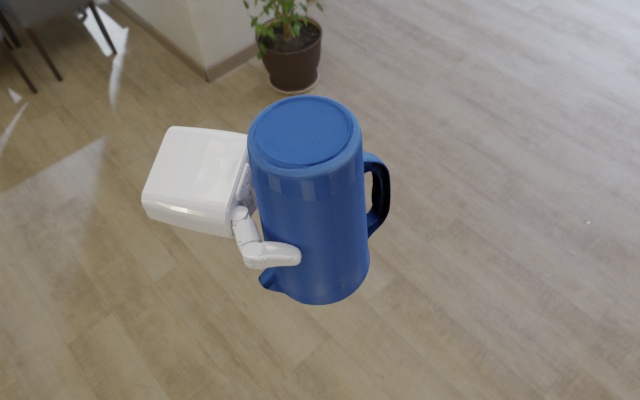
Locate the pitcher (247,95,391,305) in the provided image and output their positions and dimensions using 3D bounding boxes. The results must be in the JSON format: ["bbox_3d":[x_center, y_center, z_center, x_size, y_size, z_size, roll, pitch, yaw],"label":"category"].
[{"bbox_3d":[0.000,0.002,0.535,0.145,0.149,0.243,10,-35,11],"label":"pitcher"}]
